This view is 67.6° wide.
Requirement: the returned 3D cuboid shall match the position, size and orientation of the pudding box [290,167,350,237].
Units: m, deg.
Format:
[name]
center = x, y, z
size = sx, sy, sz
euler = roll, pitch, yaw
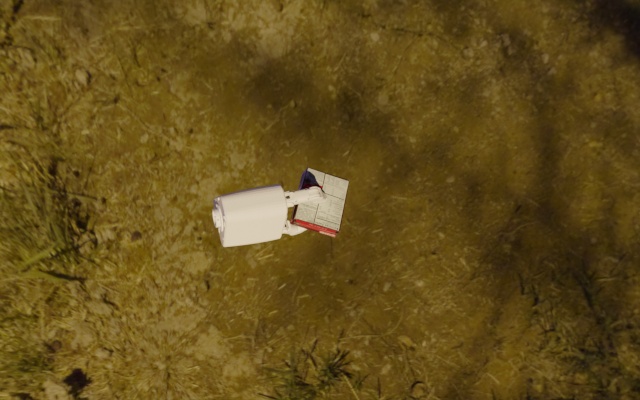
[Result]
[pudding box]
center = 0.000, 0.003, 0.894
size = 0.090, 0.113, 0.039
euler = 18, -23, -11
